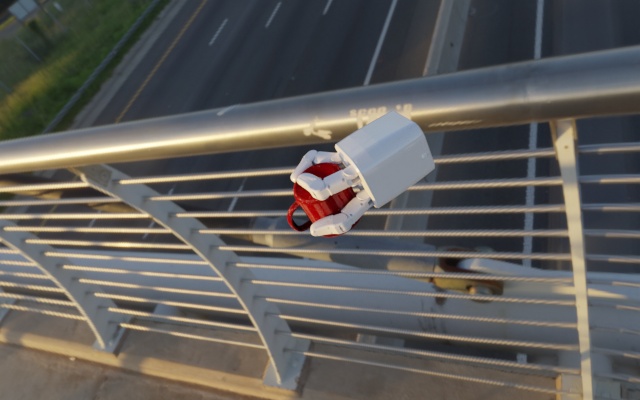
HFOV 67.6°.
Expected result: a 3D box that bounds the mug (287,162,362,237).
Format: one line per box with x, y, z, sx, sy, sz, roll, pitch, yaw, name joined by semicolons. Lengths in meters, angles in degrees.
-0.001;0.003;0.733;0.117;0.081;0.093;-34;43;-1;mug
